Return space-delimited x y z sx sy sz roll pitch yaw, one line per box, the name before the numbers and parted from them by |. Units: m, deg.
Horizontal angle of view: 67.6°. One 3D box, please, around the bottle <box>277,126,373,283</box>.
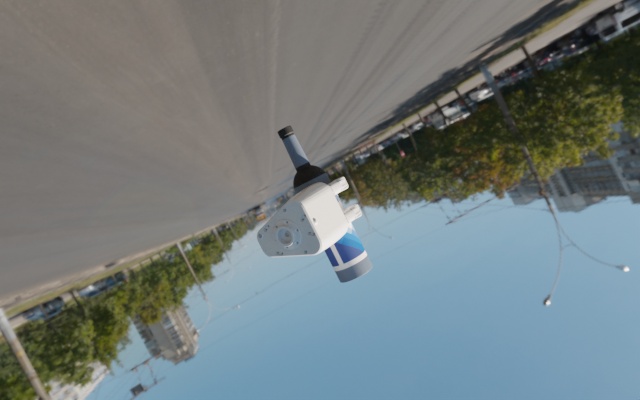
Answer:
bottle | 0.000 0.003 0.864 0.069 0.296 0.069 -26 3 2
